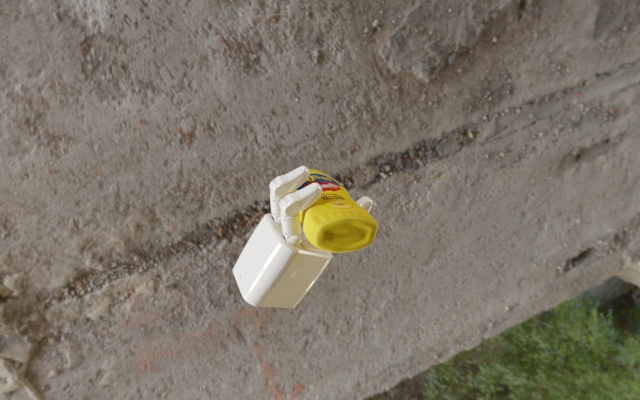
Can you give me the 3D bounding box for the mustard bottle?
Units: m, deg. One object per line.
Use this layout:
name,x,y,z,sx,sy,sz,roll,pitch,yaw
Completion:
mustard bottle,0.000,0.002,0.699,0.096,0.058,0.191,-2,28,-24
